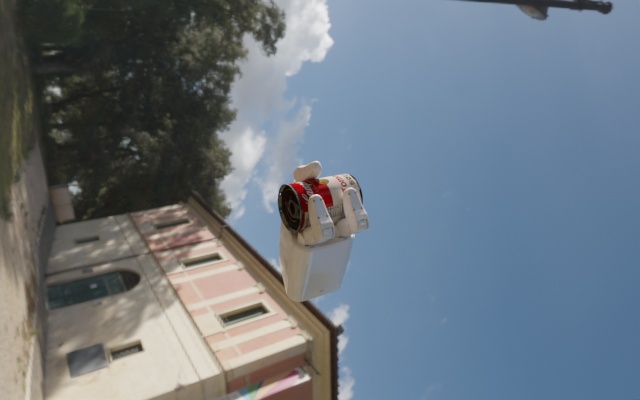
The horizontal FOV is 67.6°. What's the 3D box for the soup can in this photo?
[{"bbox_3d":[0.000,0.002,0.673,0.102,0.068,0.068,-11,5,-29],"label":"soup can"}]
